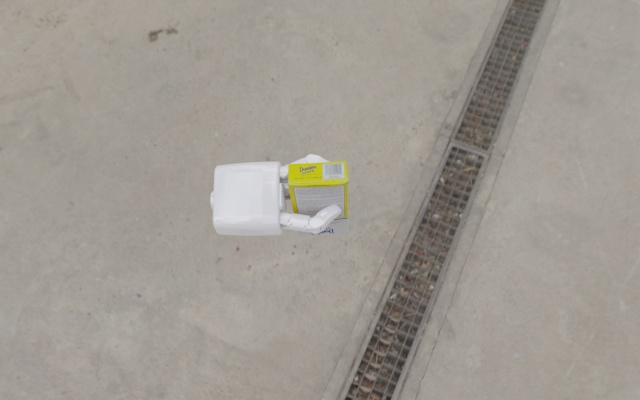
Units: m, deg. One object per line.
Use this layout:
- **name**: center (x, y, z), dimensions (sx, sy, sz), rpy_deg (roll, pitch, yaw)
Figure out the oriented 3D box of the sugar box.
- **sugar box**: center (0.000, 0.002, 0.799), dimensions (0.093, 0.048, 0.176), rpy_deg (-2, -29, 1)
